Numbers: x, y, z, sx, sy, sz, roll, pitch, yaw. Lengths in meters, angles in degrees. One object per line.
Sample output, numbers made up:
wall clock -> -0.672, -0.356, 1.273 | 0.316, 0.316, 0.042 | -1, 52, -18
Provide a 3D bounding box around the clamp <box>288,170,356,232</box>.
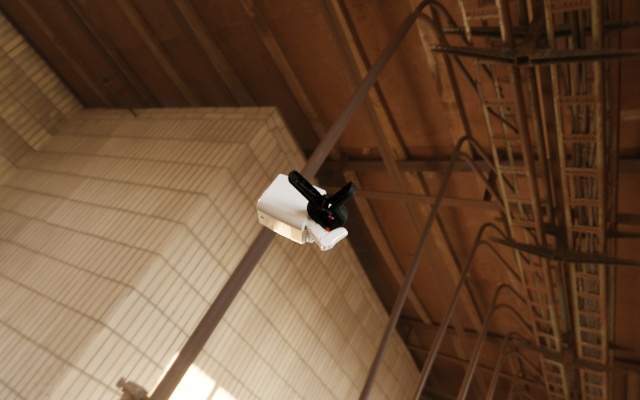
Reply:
clamp -> 0.000, 0.002, 0.868 | 0.120, 0.039, 0.172 | 21, -30, 10
